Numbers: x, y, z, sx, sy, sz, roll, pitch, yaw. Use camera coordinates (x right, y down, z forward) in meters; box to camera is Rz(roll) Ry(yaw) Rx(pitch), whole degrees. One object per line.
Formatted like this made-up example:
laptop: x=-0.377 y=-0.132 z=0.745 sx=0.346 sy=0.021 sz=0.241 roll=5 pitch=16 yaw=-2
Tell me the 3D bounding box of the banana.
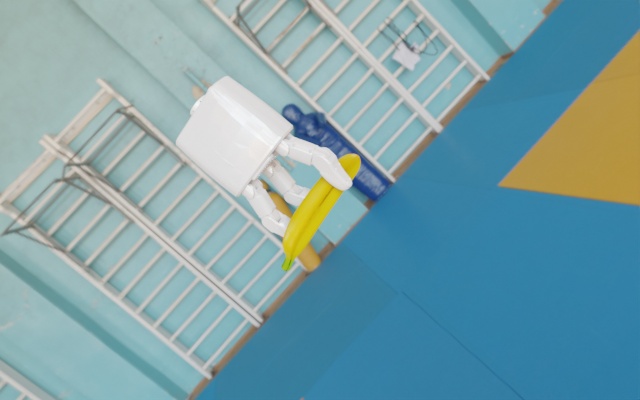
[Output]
banana: x=0.002 y=-0.002 z=0.621 sx=0.037 sy=0.197 sz=0.070 roll=35 pitch=-24 yaw=2
